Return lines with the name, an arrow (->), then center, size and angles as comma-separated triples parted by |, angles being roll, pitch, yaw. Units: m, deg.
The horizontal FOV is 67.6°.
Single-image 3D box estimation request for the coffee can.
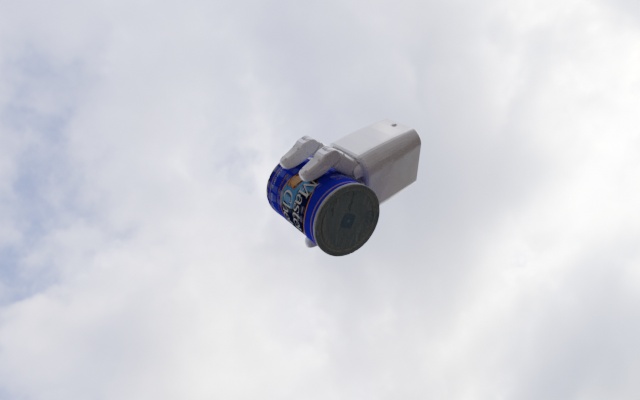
coffee can -> 0.000, 0.002, 0.671 | 0.103, 0.103, 0.140 | 0, 21, -35
